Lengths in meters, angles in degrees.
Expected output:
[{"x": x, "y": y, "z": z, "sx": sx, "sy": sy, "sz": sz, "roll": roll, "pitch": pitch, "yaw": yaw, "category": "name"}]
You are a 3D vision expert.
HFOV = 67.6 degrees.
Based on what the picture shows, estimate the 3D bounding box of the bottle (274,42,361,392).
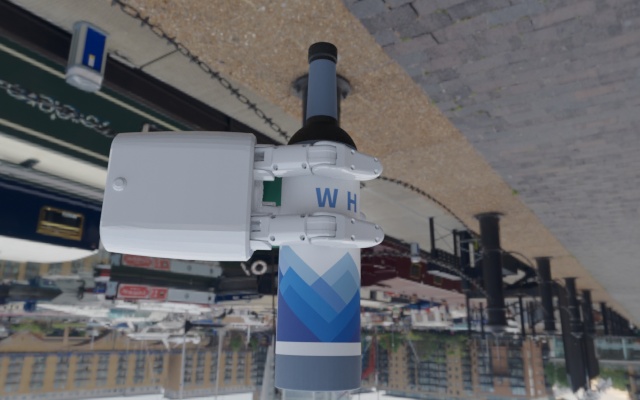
[{"x": 0.000, "y": 0.002, "z": 0.405, "sx": 0.069, "sy": 0.295, "sz": 0.069, "roll": 1, "pitch": -15, "yaw": 0, "category": "bottle"}]
